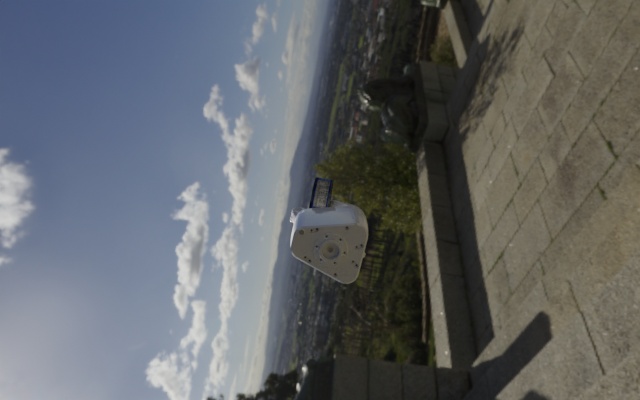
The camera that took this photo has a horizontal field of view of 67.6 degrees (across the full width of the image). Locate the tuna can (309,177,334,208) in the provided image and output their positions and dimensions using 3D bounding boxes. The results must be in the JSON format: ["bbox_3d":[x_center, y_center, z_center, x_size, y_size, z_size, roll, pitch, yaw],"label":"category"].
[{"bbox_3d":[0.000,0.003,0.849,0.034,0.086,0.086,10,0,2],"label":"tuna can"}]
